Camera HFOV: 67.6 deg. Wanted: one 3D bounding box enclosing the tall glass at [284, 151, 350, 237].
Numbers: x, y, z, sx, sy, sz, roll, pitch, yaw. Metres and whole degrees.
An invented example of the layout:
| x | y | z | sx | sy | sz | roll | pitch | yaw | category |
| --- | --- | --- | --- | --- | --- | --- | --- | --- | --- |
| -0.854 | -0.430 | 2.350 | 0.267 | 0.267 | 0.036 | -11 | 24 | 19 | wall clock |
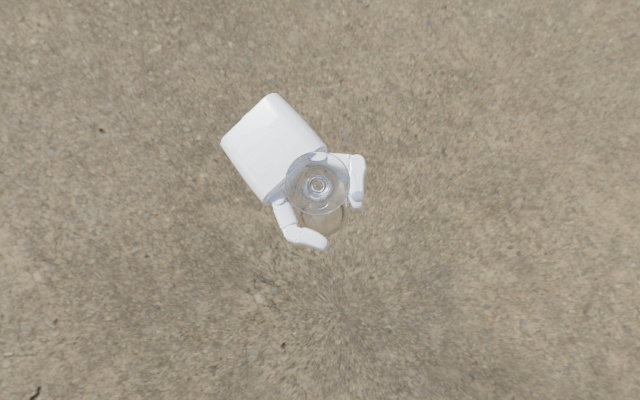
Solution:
| x | y | z | sx | sy | sz | roll | pitch | yaw | category |
| --- | --- | --- | --- | --- | --- | --- | --- | --- | --- |
| 0.000 | 0.002 | 0.629 | 0.079 | 0.079 | 0.201 | 0 | -13 | 2 | tall glass |
